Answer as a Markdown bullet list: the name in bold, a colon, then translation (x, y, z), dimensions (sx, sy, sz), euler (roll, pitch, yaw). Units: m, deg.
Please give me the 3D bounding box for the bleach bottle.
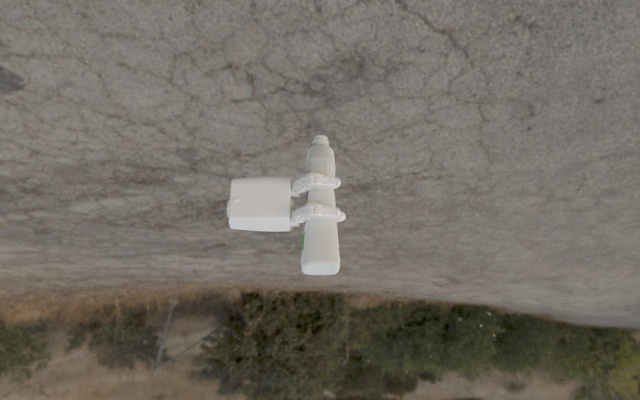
- **bleach bottle**: translation (0.000, 0.003, 0.872), dimensions (0.068, 0.250, 0.103), euler (0, -20, -1)
